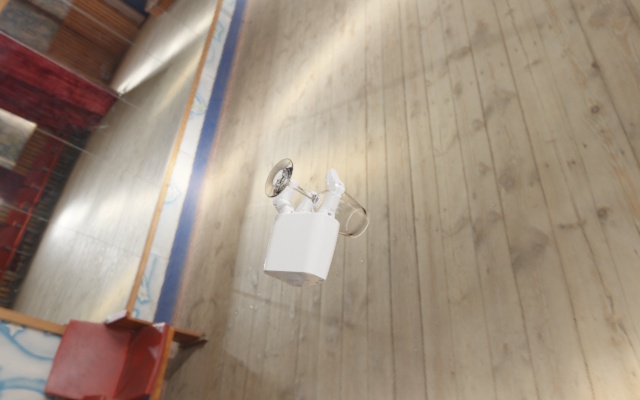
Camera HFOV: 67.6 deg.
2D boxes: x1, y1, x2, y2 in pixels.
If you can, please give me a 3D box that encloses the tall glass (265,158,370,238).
[{"bbox_3d":[0.000,0.002,0.864,0.201,0.079,0.079,30,-18,-34],"label":"tall glass"}]
